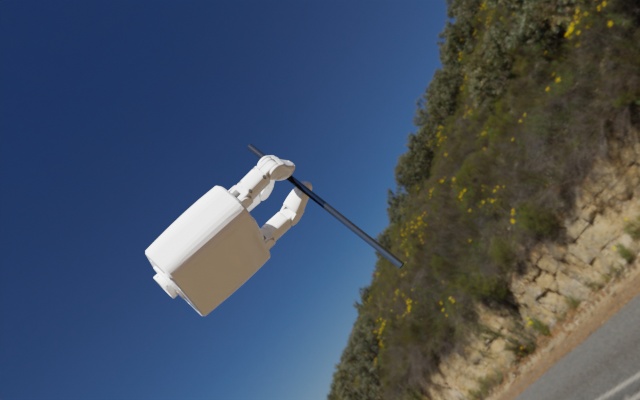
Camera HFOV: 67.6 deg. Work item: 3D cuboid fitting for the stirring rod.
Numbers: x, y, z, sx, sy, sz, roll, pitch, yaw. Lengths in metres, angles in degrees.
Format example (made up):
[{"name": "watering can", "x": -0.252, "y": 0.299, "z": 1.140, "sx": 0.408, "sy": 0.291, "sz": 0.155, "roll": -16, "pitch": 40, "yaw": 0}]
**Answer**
[{"name": "stirring rod", "x": 0.000, "y": 0.002, "z": 0.564, "sx": 0.239, "sy": 0.011, "sz": 0.011, "roll": 38, "pitch": 14, "yaw": 19}]
